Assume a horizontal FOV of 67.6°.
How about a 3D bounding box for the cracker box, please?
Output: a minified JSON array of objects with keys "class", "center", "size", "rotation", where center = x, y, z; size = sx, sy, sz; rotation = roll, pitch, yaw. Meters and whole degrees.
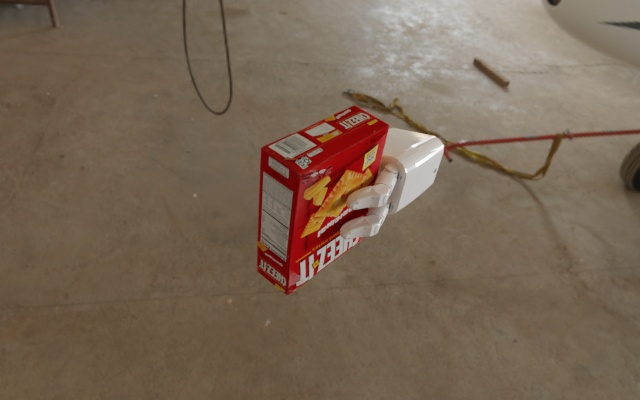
[{"class":"cracker box","center":[0.000,0.002,0.634],"size":[0.072,0.214,0.164],"rotation":[35,48,28]}]
